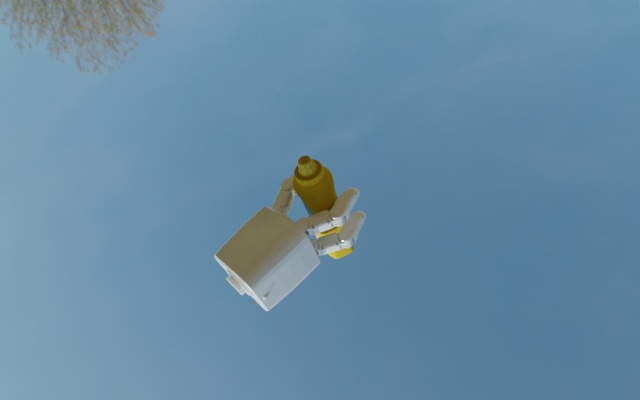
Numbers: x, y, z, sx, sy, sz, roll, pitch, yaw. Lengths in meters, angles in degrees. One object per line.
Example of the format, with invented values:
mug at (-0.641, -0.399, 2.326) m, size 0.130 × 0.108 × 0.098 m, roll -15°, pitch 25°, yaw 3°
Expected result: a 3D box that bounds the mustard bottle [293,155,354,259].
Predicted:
mustard bottle at (0.000, 0.002, 0.716) m, size 0.058 × 0.096 × 0.192 m, roll -24°, pitch -40°, yaw -1°
